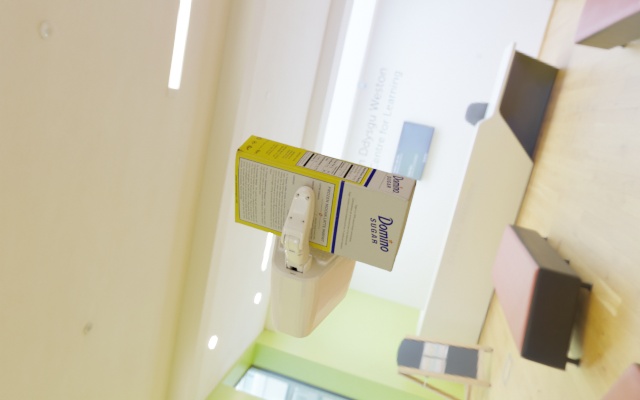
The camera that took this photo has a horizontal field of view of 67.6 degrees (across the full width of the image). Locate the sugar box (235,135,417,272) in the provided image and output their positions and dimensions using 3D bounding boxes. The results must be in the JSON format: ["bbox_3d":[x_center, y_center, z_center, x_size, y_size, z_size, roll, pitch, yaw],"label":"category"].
[{"bbox_3d":[0.000,0.001,0.483,0.176,0.093,0.048,16,37,11],"label":"sugar box"}]
